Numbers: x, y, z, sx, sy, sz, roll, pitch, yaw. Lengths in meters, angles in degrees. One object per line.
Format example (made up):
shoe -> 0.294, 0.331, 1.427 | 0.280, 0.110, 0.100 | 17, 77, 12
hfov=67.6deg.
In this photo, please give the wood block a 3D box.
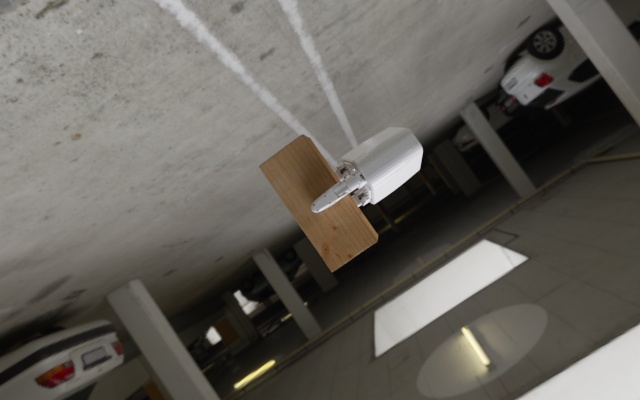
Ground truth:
wood block -> 0.000, 0.002, 0.793 | 0.090, 0.206, 0.091 | -35, -2, 7
